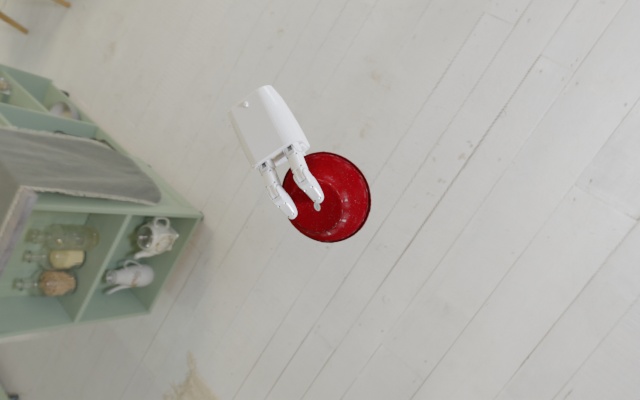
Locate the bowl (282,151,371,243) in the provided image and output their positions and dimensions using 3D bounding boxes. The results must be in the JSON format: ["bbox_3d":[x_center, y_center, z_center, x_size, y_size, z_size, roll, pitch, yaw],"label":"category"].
[{"bbox_3d":[0.001,0.004,0.793,0.162,0.162,0.055,0,15,18],"label":"bowl"}]
